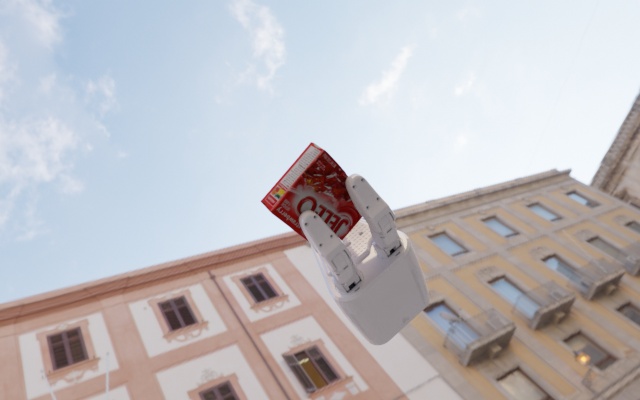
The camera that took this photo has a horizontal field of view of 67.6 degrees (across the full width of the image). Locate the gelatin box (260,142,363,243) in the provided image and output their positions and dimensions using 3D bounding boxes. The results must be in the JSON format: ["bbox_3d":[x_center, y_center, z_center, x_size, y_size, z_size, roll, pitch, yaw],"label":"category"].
[{"bbox_3d":[0.000,0.001,0.450,0.089,0.073,0.030,42,-2,-37],"label":"gelatin box"}]
